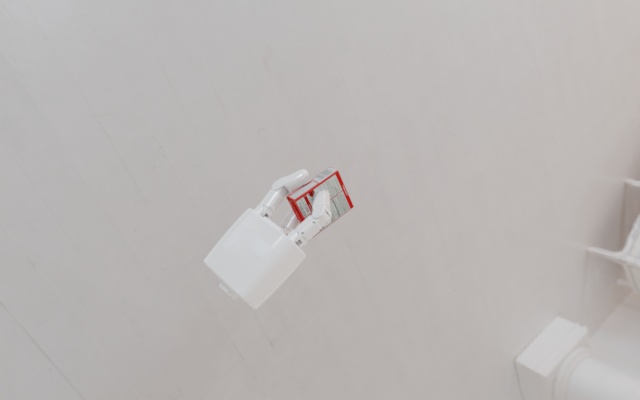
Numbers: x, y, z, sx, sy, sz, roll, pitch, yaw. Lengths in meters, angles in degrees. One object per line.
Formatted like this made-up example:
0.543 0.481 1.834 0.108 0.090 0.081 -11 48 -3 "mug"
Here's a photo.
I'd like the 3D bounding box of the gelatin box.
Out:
0.001 0.002 0.743 0.089 0.073 0.030 -36 30 -17 "gelatin box"
